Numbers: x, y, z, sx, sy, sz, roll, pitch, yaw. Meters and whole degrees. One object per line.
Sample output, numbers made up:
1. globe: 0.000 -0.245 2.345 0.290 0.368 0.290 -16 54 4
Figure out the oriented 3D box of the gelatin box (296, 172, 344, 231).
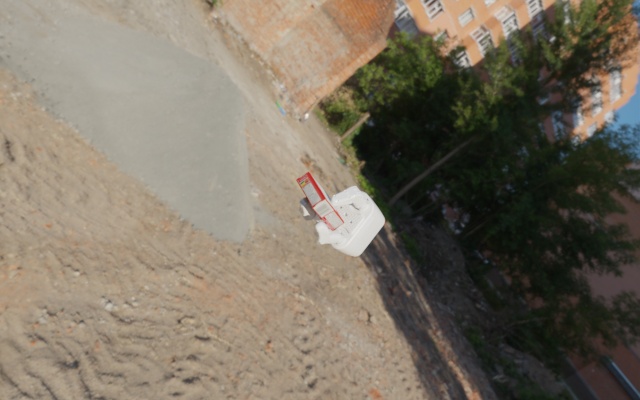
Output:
1. gelatin box: 0.000 0.002 0.826 0.030 0.073 0.089 -34 -39 4
